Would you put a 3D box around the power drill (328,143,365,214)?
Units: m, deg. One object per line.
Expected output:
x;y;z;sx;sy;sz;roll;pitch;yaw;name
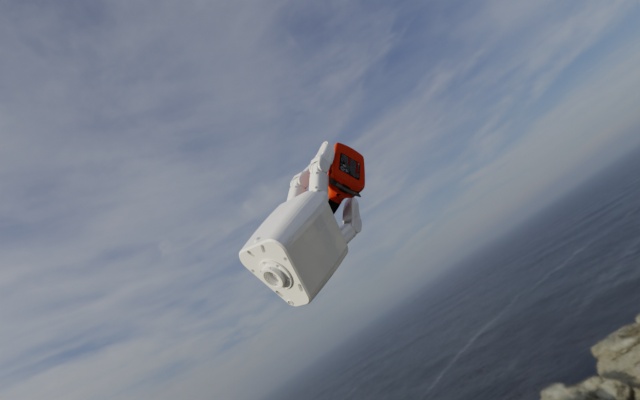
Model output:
0.000;0.002;0.763;0.057;0.188;0.184;25;32;-14;power drill
